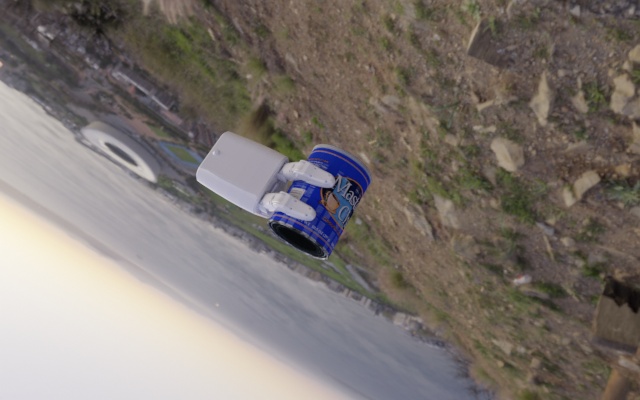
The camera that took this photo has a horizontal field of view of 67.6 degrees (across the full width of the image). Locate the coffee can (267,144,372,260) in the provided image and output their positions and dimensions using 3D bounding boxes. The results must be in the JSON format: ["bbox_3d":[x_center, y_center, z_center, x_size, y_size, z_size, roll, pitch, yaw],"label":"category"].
[{"bbox_3d":[0.000,0.002,0.708,0.103,0.140,0.103,27,-19,10],"label":"coffee can"}]
